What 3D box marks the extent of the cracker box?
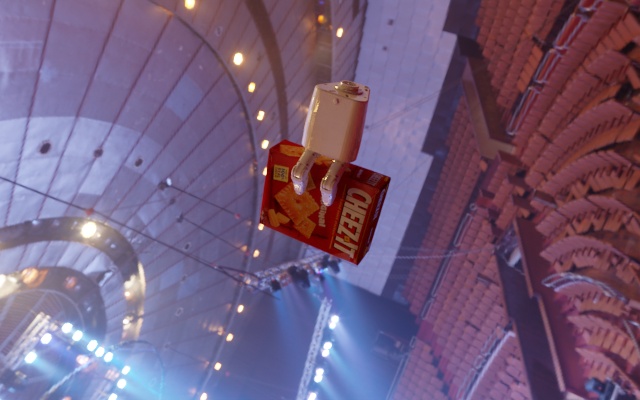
[{"bbox_3d":[0.000,0.003,0.872,0.213,0.164,0.072,22,31,16],"label":"cracker box"}]
